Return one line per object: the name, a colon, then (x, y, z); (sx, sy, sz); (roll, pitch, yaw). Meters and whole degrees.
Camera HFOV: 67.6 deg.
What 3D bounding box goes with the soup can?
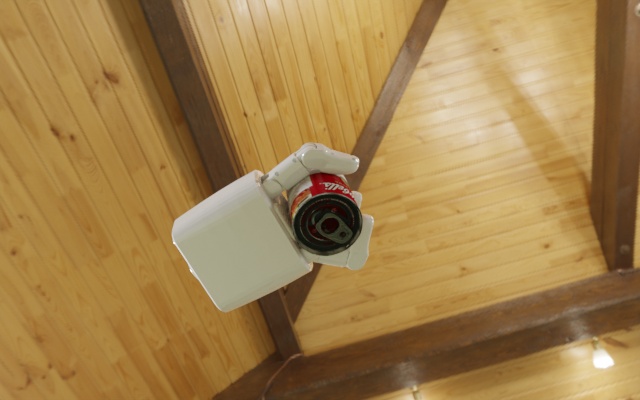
soup can: (0.000, 0.001, 0.494); (0.068, 0.068, 0.102); (0, 26, -9)
